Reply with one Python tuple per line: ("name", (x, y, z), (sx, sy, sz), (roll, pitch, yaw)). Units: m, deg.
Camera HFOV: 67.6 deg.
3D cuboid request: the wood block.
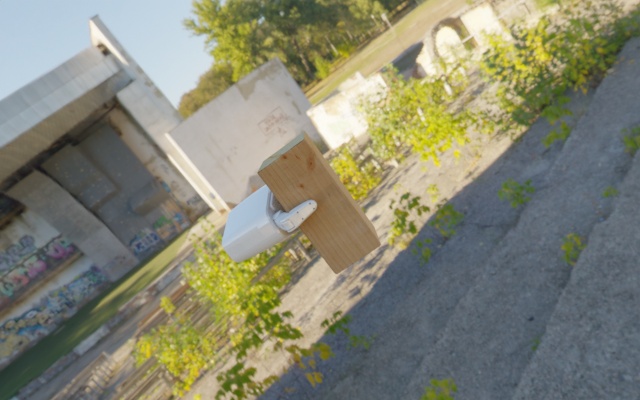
("wood block", (0.000, 0.003, 0.769), (0.090, 0.206, 0.090), (-35, 14, 9))
